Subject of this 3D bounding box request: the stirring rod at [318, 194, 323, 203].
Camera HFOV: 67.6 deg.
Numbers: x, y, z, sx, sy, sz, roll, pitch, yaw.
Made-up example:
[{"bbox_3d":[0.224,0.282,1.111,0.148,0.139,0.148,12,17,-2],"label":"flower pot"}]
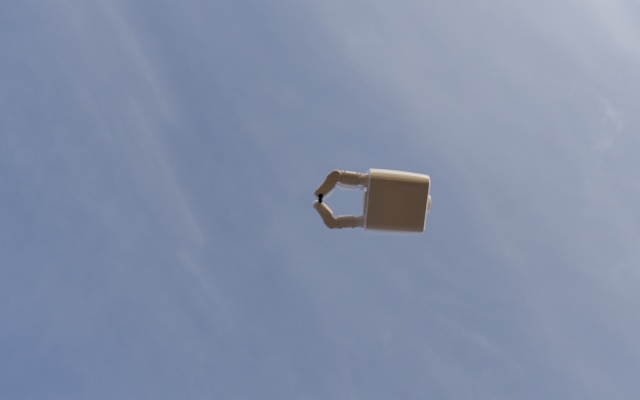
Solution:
[{"bbox_3d":[0.000,0.003,0.873,0.011,0.011,0.239,0,-5,0],"label":"stirring rod"}]
